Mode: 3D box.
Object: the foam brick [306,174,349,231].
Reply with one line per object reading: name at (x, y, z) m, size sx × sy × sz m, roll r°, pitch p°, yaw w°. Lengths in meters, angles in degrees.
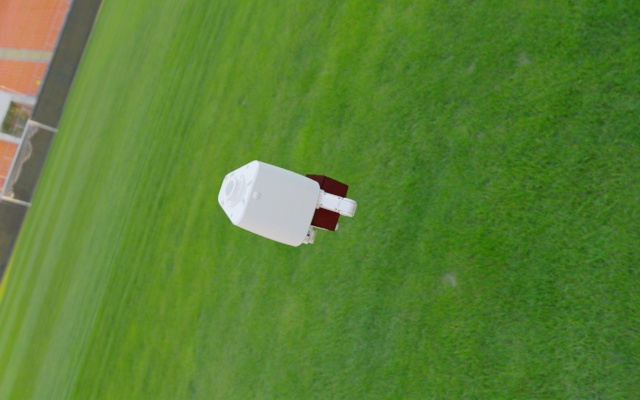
foam brick at (0.000, 0.002, 0.743) m, size 0.051 × 0.078 × 0.053 m, roll 21°, pitch -7°, yaw -34°
